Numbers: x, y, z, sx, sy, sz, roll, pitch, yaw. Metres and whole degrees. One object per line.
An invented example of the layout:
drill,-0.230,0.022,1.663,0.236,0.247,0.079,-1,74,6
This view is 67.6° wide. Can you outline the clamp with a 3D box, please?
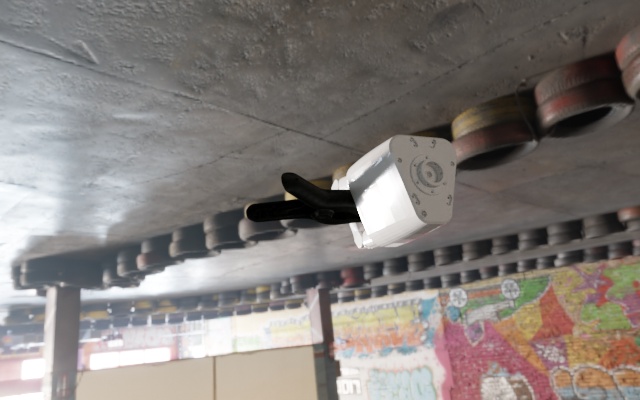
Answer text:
clamp,0.000,0.003,0.615,0.171,0.039,0.120,1,-18,-23
